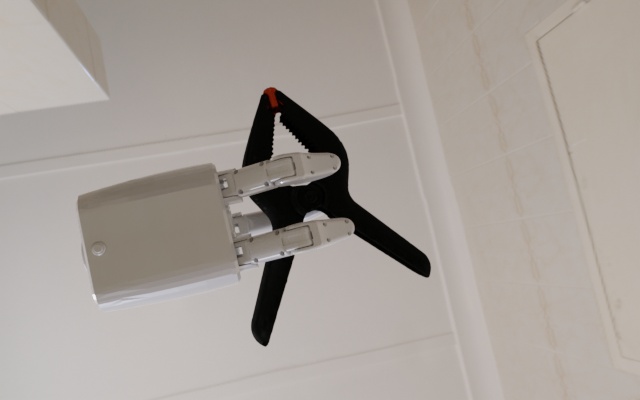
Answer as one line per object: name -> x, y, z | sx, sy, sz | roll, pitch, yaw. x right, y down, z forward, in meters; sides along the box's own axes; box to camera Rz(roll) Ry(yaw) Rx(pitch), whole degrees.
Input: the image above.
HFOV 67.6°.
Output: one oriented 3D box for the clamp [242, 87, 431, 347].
clamp -> 0.000, 0.001, 0.416 | 0.164, 0.210, 0.036 | -13, -6, -14
